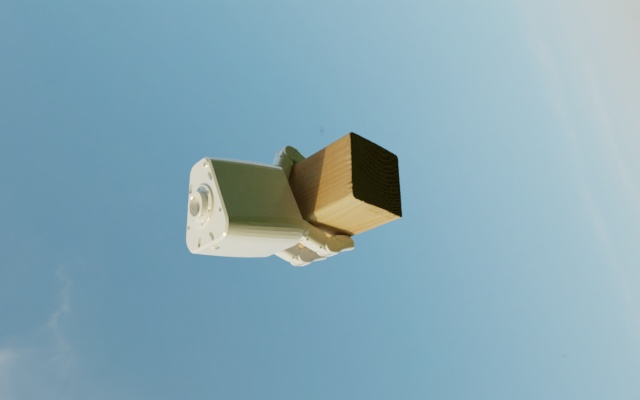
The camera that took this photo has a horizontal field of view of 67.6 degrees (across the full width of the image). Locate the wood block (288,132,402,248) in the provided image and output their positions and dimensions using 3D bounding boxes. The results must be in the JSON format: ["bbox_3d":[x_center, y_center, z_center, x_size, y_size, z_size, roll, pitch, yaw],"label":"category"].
[{"bbox_3d":[0.000,0.002,0.641,0.090,0.090,0.206,21,-32,-37],"label":"wood block"}]
